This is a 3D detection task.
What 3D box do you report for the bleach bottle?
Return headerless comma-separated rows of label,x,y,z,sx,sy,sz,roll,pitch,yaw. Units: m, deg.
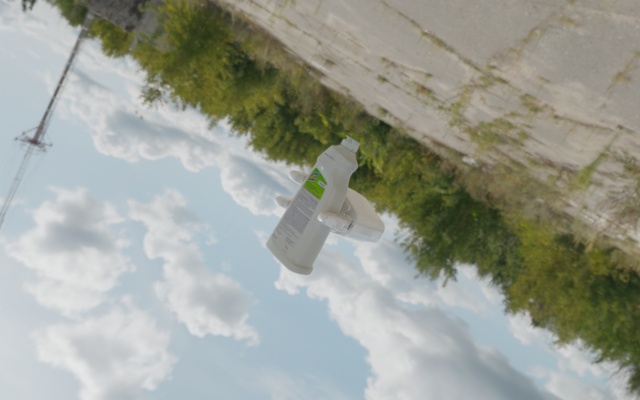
bleach bottle,0.000,0.003,0.856,0.068,0.251,0.102,21,14,-49
